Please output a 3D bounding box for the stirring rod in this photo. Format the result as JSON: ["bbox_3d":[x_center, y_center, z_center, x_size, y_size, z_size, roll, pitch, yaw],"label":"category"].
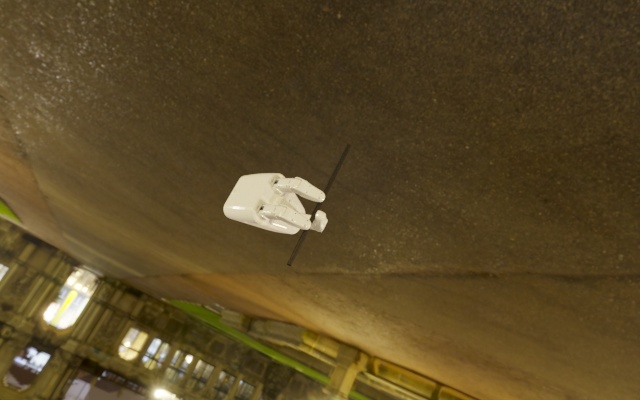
[{"bbox_3d":[0.000,0.003,0.806,0.011,0.239,0.011,23,-20,9],"label":"stirring rod"}]
